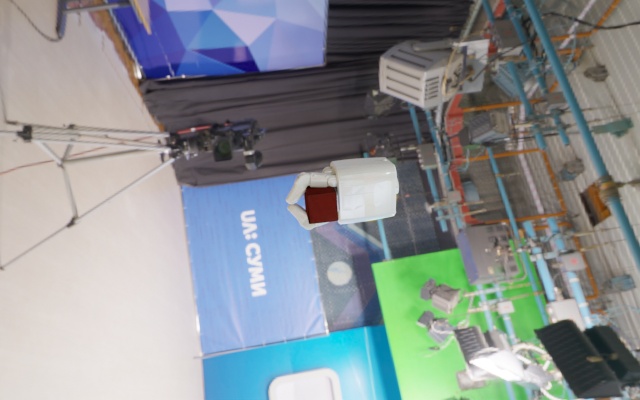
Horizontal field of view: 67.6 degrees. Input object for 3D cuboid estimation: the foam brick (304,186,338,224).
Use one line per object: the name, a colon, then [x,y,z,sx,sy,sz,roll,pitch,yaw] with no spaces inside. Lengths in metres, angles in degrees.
foam brick: [0.000,0.003,0.830,0.051,0.053,0.078,-5,16,-4]
